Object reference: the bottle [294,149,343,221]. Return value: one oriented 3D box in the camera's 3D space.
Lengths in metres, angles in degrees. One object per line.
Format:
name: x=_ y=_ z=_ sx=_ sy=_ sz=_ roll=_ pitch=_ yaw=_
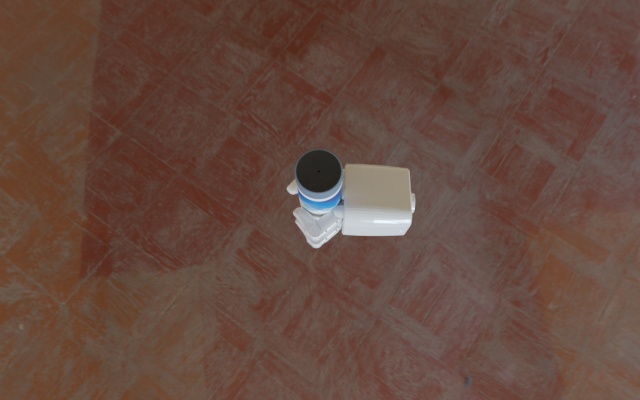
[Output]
bottle: x=0.000 y=0.002 z=0.792 sx=0.069 sy=0.069 sz=0.296 roll=0 pitch=-17 yaw=1
